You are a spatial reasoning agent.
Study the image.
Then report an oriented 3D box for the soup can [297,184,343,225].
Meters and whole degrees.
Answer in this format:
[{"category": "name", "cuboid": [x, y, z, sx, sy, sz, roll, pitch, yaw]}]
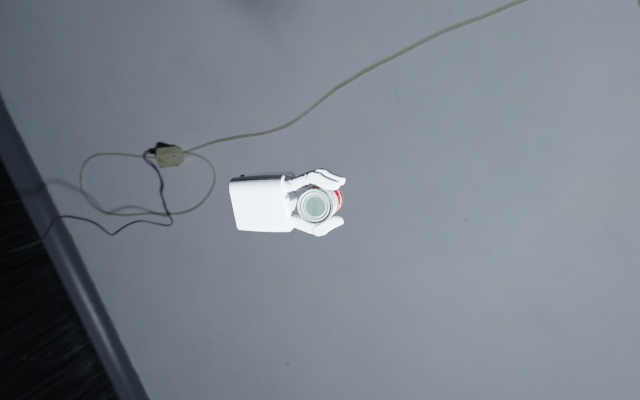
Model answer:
[{"category": "soup can", "cuboid": [0.001, 0.003, 0.894, 0.068, 0.068, 0.102, 0, 9, 13]}]
